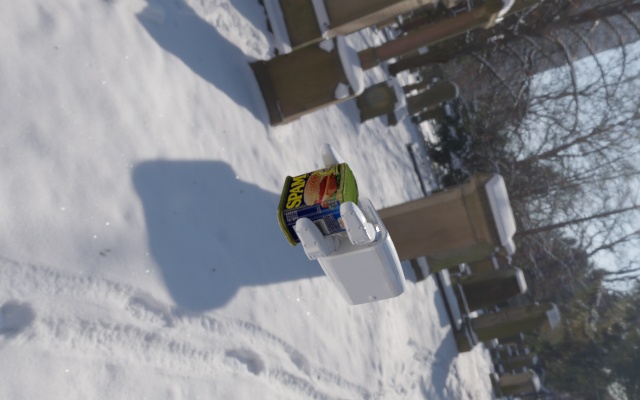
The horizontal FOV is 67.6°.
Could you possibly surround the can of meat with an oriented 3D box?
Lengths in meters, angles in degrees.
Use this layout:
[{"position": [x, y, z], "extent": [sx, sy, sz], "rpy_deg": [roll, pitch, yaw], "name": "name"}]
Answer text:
[{"position": [0.000, 0.002, 0.597], "extent": [0.084, 0.057, 0.102], "rpy_deg": [-15, 33, 17], "name": "can of meat"}]
